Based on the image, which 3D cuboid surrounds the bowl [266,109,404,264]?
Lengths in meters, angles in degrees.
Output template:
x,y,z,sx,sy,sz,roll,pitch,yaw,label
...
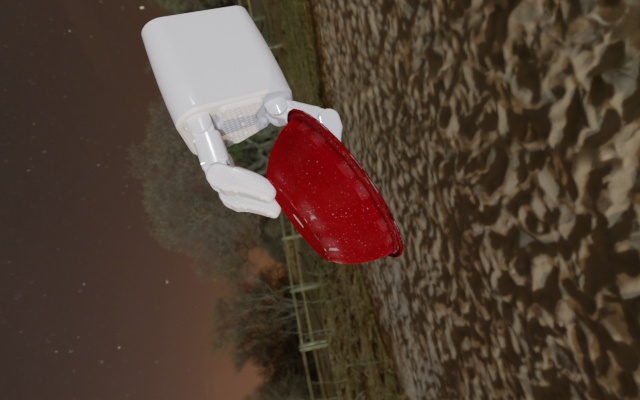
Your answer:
x,y,z,sx,sy,sz,roll,pitch,yaw,label
0.001,0.003,0.422,0.055,0.162,0.162,-37,8,-10,bowl
